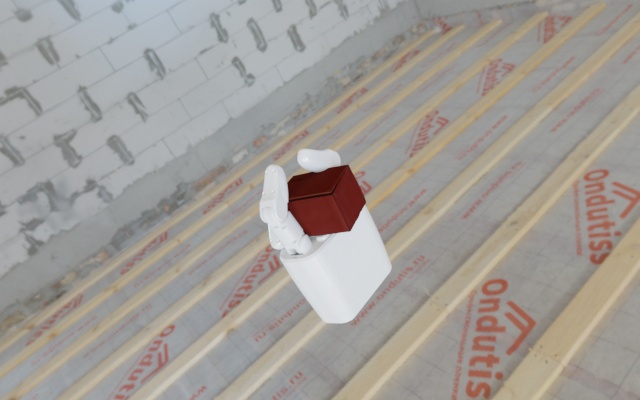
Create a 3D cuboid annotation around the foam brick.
[{"bbox_3d":[0.000,0.002,0.512,0.078,0.051,0.053,-9,32,35],"label":"foam brick"}]
